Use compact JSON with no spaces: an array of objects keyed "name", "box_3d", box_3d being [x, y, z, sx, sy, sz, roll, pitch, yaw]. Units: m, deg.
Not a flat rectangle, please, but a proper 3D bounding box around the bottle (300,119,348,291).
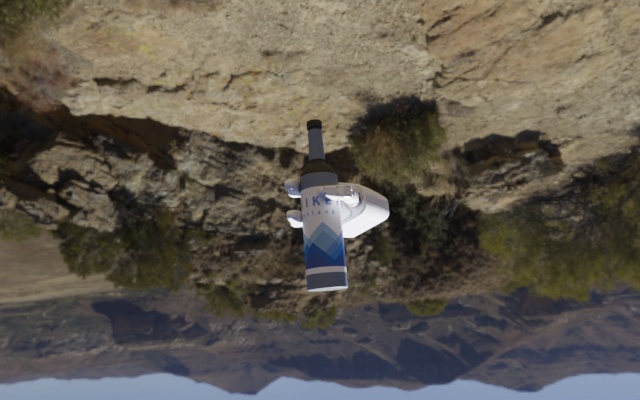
[{"name":"bottle","box_3d":[0.000,0.003,0.813,0.069,0.295,0.069,-4,-14,-1]}]
